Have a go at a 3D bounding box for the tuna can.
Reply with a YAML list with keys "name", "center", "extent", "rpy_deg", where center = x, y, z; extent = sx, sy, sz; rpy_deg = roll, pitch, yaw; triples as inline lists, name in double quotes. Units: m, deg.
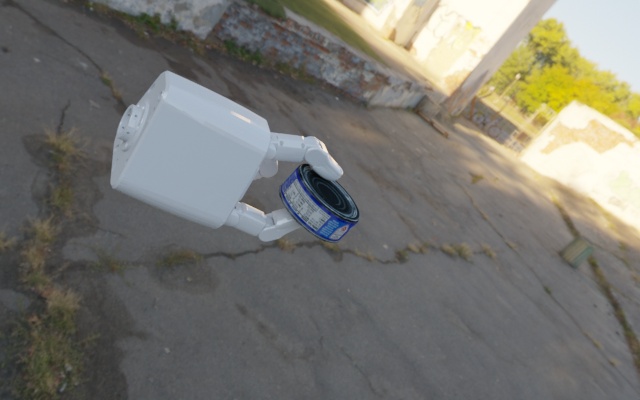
- name: "tuna can"
  center: [0.000, 0.001, 0.498]
  extent: [0.034, 0.086, 0.086]
  rpy_deg: [-46, -20, 20]
